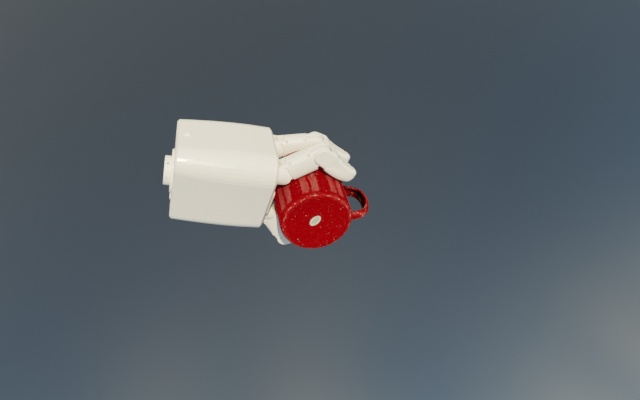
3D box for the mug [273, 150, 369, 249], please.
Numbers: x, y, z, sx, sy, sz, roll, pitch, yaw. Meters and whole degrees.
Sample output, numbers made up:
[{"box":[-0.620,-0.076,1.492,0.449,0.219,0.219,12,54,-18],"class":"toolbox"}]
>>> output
[{"box":[0.001,0.002,0.557,0.117,0.093,0.081,5,36,-17],"class":"mug"}]
